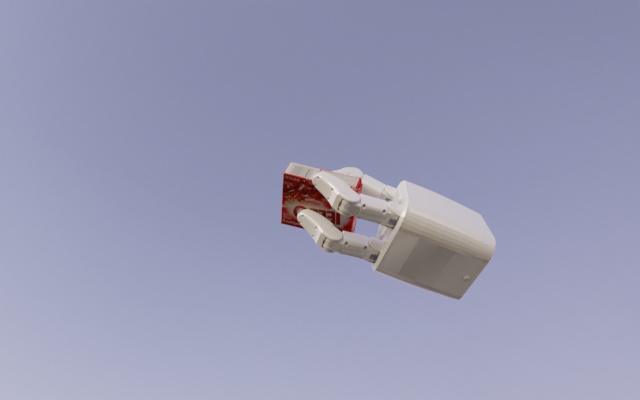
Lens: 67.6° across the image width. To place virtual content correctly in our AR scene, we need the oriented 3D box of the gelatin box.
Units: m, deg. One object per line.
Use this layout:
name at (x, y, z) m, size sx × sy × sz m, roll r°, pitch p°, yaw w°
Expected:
gelatin box at (0.000, 0.001, 0.555) m, size 0.089 × 0.073 × 0.030 m, roll 14°, pitch 36°, yaw 11°
